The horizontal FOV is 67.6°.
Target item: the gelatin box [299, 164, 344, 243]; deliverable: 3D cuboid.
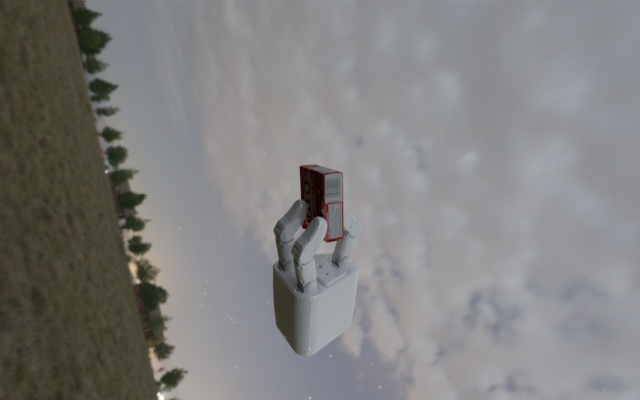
[{"bbox_3d":[0.001,0.002,0.620,0.030,0.089,0.073,-8,15,-25],"label":"gelatin box"}]
